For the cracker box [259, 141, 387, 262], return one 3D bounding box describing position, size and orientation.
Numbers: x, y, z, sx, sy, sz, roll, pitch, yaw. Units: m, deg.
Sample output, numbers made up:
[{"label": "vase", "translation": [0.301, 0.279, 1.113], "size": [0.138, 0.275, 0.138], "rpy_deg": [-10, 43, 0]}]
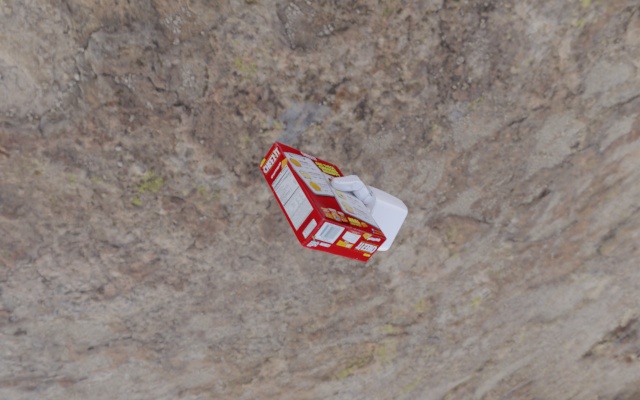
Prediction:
[{"label": "cracker box", "translation": [0.000, 0.003, 0.855], "size": [0.164, 0.072, 0.213], "rpy_deg": [19, 29, -42]}]
